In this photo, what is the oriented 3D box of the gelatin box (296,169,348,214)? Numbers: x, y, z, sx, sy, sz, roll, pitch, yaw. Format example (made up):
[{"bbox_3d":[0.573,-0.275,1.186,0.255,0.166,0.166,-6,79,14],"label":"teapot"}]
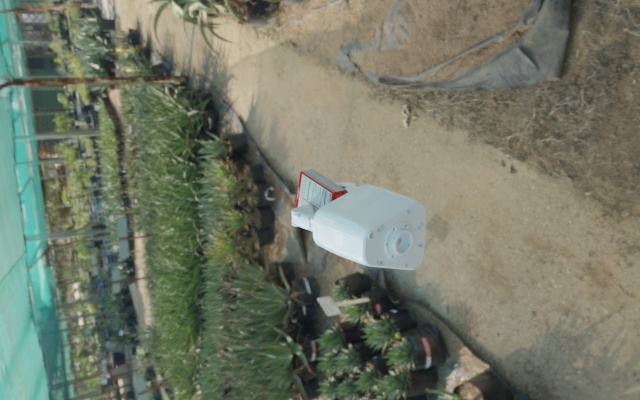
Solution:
[{"bbox_3d":[0.000,0.002,0.732,0.030,0.073,0.089,-12,31,-37],"label":"gelatin box"}]
